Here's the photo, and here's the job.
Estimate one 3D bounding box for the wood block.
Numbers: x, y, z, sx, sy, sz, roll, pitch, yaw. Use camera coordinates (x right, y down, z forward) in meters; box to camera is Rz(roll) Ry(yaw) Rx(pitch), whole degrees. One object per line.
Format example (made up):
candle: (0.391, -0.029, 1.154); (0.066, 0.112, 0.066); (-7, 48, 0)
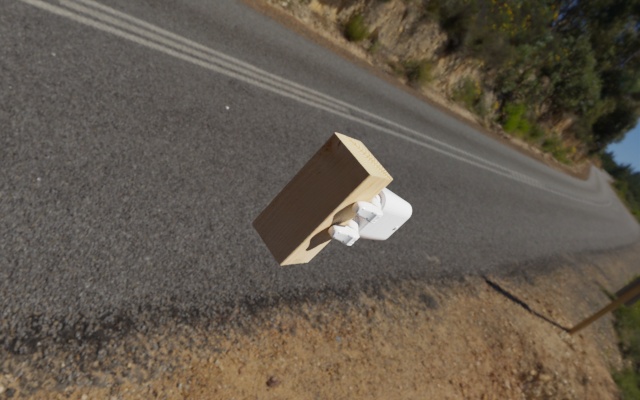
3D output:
wood block: (0.000, 0.002, 0.760); (0.206, 0.090, 0.090); (-46, -24, 21)
